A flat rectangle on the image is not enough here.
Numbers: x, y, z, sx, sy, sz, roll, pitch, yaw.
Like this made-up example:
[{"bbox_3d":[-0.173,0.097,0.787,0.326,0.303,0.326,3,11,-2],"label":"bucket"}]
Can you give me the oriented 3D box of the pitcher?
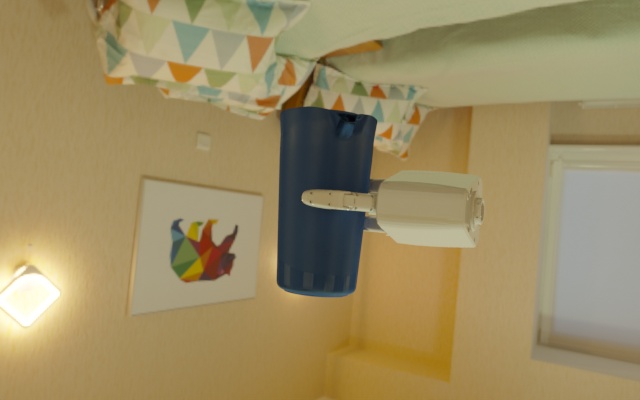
[{"bbox_3d":[0.000,0.002,0.657,0.145,0.243,0.149,3,-3,26],"label":"pitcher"}]
